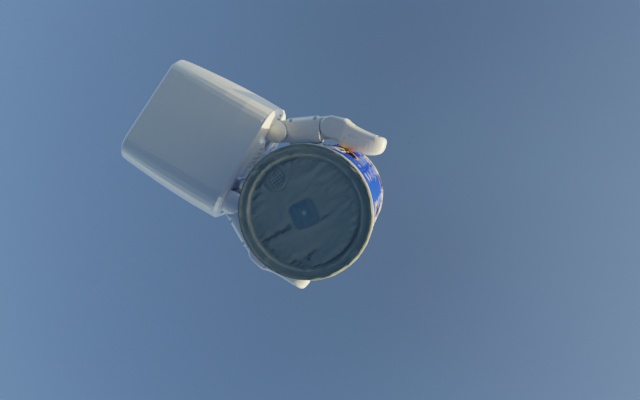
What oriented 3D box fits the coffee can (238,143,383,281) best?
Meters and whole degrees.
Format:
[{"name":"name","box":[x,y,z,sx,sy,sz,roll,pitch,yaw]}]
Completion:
[{"name":"coffee can","box":[0.000,0.001,0.419,0.103,0.103,0.140,0,7,10]}]
